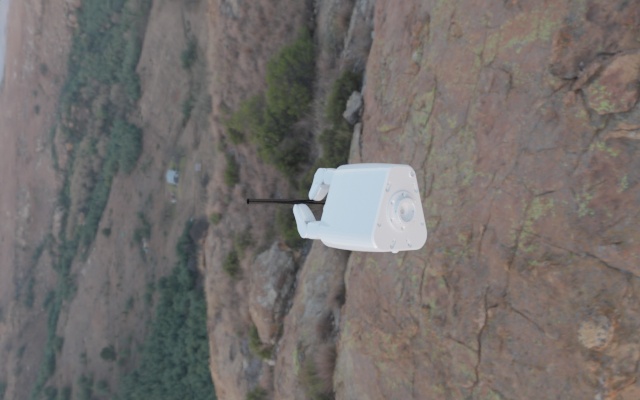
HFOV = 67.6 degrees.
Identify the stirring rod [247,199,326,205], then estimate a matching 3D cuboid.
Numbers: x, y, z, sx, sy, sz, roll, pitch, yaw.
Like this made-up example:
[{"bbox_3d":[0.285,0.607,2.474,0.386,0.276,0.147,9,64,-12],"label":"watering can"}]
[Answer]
[{"bbox_3d":[0.000,0.002,0.720,0.239,0.011,0.011,1,0,-34],"label":"stirring rod"}]
